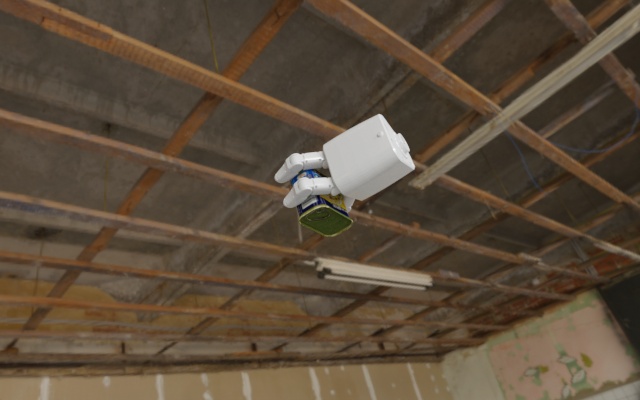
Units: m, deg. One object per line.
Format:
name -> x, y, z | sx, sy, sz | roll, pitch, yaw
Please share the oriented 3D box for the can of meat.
can of meat -> 0.000, 0.002, 0.789 | 0.057, 0.084, 0.102 | -32, -35, 23
